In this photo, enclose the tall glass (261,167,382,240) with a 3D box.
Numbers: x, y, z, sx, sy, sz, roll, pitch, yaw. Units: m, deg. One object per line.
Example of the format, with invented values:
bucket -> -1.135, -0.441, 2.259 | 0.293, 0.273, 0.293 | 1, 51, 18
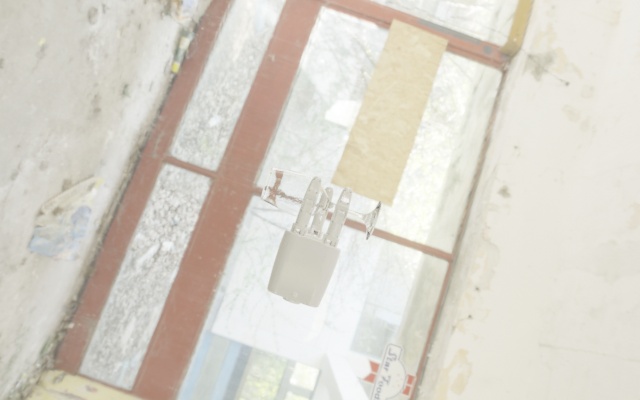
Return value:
tall glass -> 0.001, 0.003, 0.838 | 0.201, 0.079, 0.079 | 20, 0, -1
